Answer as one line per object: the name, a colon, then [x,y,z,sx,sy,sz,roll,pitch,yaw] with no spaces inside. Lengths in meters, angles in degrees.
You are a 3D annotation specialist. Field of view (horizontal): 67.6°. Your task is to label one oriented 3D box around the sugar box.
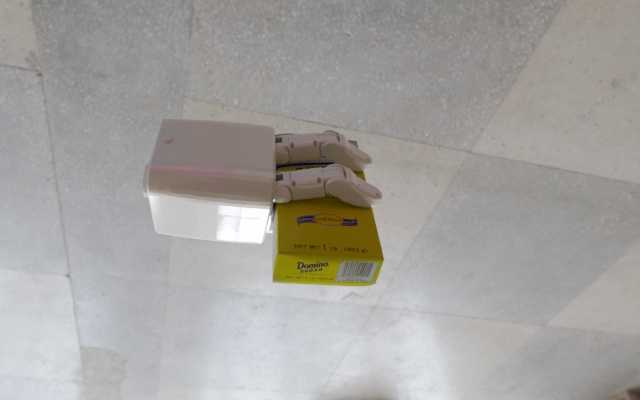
sugar box: [0.000,0.001,0.466,0.093,0.048,0.176,5,43,-11]
